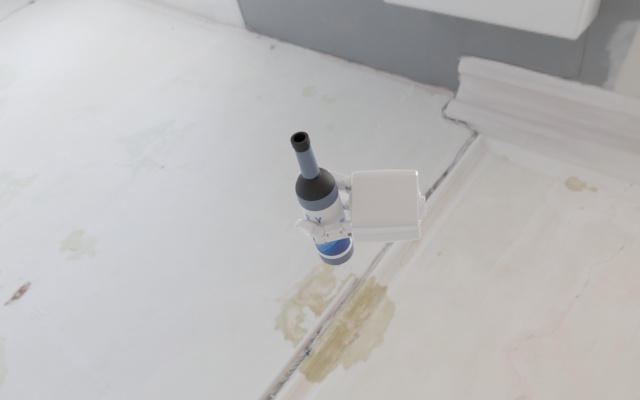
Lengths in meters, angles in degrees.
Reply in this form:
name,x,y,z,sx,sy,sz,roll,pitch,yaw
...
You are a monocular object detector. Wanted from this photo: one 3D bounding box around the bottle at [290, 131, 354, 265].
name,x,y,z,sx,sy,sz,roll,pitch,yaw
bottle,0.000,0.003,0.787,0.069,0.069,0.296,0,-38,15
